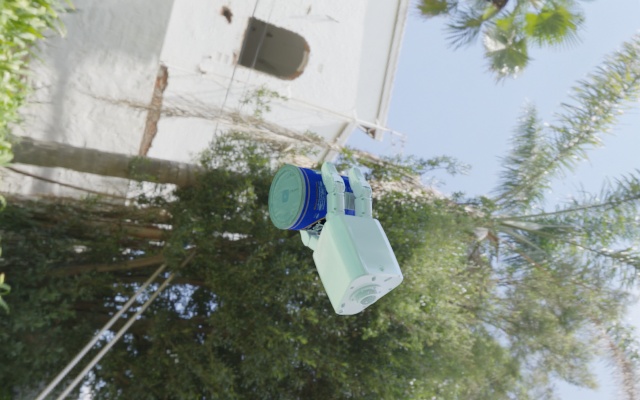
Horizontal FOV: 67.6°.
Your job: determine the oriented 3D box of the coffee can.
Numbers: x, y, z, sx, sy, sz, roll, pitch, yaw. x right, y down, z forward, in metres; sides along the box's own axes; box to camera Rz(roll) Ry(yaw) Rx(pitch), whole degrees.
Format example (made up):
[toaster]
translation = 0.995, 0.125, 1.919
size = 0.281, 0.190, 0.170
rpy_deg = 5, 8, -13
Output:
[coffee can]
translation = 0.000, 0.002, 0.786
size = 0.140, 0.103, 0.103
rpy_deg = 9, -5, -34
